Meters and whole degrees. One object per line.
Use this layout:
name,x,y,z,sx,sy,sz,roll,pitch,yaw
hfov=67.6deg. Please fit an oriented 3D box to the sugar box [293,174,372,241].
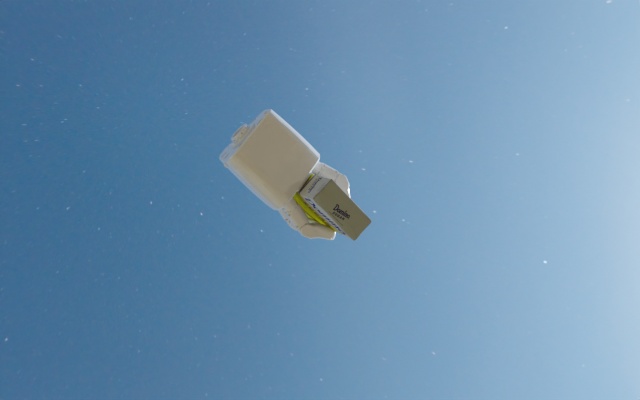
sugar box,0.000,0.003,0.741,0.093,0.048,0.176,45,-7,-21
